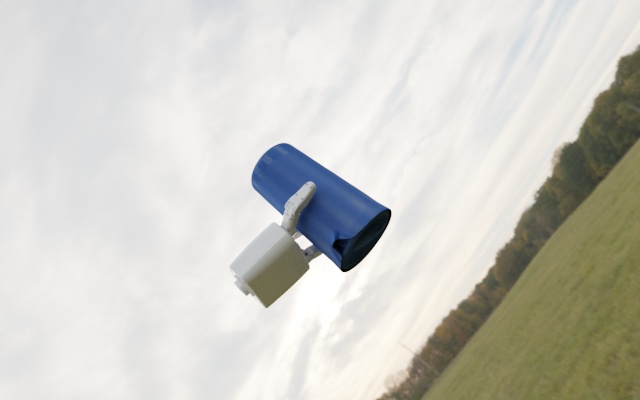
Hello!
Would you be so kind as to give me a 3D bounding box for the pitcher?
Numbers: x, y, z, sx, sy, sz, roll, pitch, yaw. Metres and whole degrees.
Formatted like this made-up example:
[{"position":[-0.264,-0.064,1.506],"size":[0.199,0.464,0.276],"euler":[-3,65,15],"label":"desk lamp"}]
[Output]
[{"position":[0.000,0.003,0.848],"size":[0.242,0.145,0.149],"euler":[38,-20,23],"label":"pitcher"}]
